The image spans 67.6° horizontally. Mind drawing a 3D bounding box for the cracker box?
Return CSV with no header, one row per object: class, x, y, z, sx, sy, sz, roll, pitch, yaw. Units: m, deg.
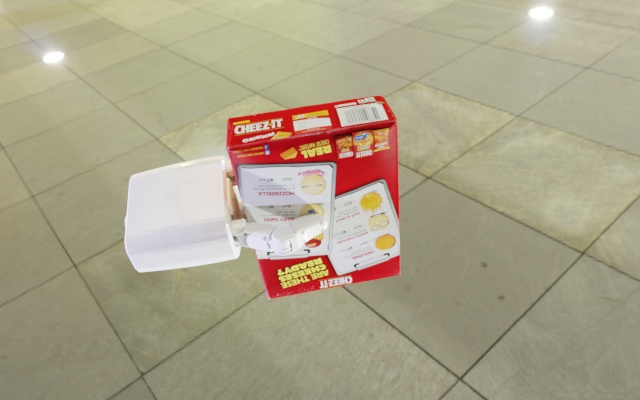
cracker box,0.000,0.002,0.529,0.164,0.214,0.072,-10,38,-2
